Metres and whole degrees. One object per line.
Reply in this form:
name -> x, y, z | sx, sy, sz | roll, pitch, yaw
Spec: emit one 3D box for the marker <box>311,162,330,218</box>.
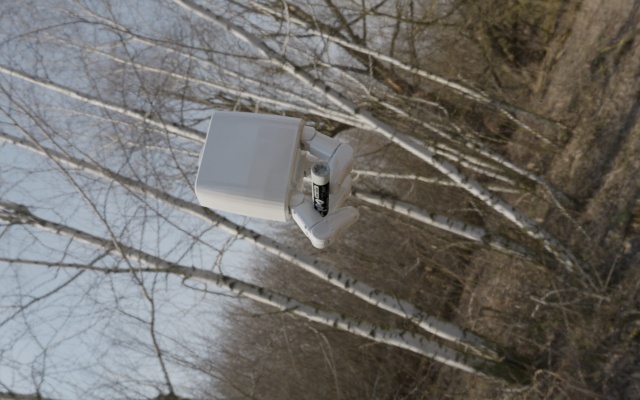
marker -> 0.000, 0.002, 0.518 | 0.020, 0.020, 0.121 | 0, -33, 0
